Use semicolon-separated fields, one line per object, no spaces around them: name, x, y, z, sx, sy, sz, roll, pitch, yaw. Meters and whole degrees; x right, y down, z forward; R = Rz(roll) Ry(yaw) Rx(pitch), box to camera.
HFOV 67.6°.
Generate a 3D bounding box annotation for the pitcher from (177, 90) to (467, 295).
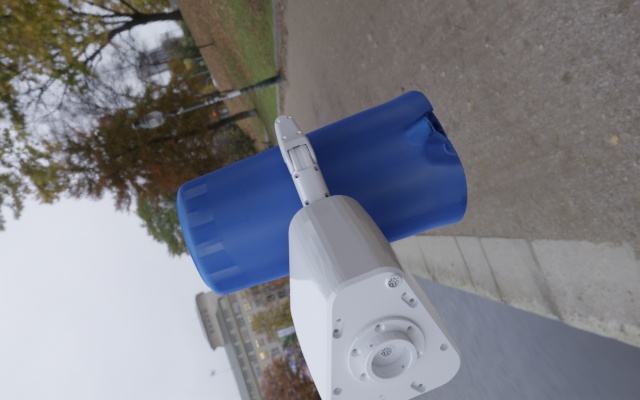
pitcher;0.000;0.002;0.456;0.243;0.149;0.145;-20;28;-6
